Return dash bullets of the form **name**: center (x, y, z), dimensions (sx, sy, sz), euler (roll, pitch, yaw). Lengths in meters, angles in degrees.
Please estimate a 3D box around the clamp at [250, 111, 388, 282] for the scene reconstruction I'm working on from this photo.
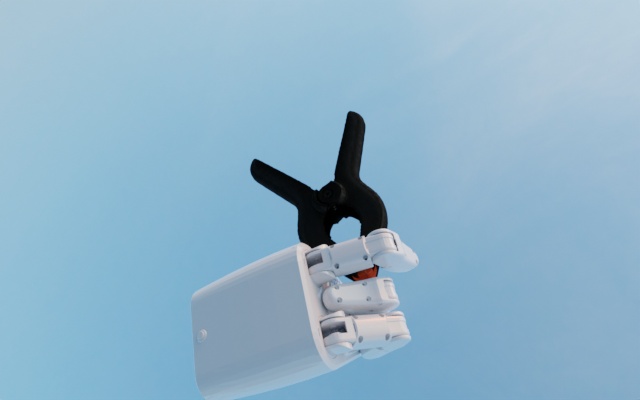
- **clamp**: center (0.000, 0.002, 0.429), dimensions (0.120, 0.171, 0.039), euler (-22, -36, 13)
